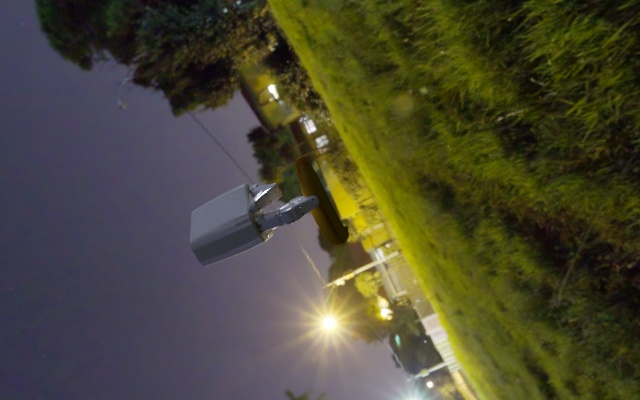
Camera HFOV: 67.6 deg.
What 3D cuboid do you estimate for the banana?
[{"bbox_3d":[0.006,0.017,0.760,0.037,0.069,0.198,-25,-46,5],"label":"banana"}]
